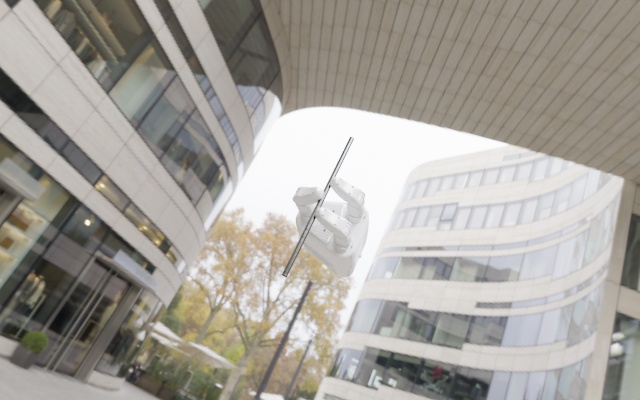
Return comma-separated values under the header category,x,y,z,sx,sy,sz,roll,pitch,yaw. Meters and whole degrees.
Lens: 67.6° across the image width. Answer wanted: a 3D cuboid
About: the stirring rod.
category,x,y,z,sx,sy,sz,roll,pitch,yaw
stirring rod,0.000,0.002,0.686,0.011,0.239,0.011,21,-25,10
